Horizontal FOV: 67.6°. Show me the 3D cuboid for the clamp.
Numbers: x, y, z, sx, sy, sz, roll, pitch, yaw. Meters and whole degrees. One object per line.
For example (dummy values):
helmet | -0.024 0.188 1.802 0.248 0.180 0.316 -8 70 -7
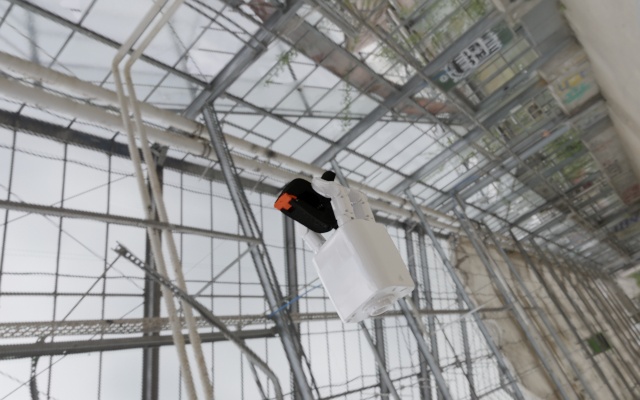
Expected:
clamp | -0.001 0.003 0.734 0.036 0.164 0.210 -43 -32 22
